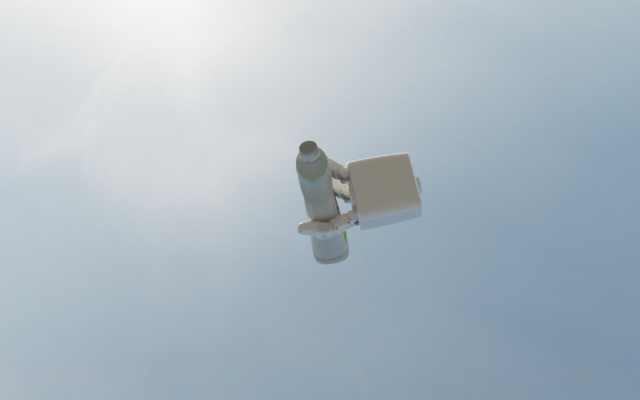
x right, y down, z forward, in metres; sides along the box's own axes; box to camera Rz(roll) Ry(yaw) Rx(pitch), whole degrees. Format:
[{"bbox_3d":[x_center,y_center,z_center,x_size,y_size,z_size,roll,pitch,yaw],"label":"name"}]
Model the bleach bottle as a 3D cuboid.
[{"bbox_3d":[0.000,0.003,0.805,0.068,0.102,0.251,-11,-38,2],"label":"bleach bottle"}]
